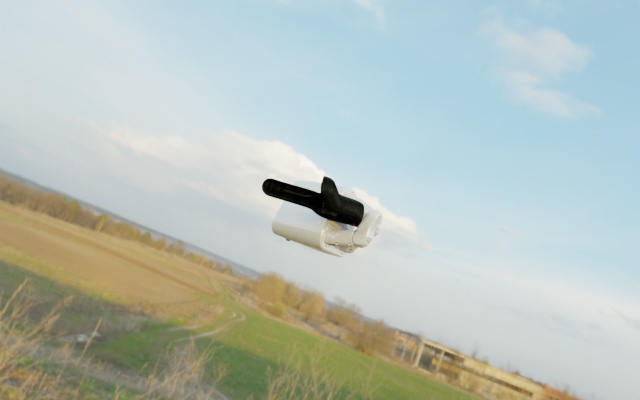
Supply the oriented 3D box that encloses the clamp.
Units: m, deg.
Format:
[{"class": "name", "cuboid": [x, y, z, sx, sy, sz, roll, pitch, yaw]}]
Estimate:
[{"class": "clamp", "cuboid": [0.000, 0.002, 0.688, 0.120, 0.039, 0.171, 10, -15, 33]}]
